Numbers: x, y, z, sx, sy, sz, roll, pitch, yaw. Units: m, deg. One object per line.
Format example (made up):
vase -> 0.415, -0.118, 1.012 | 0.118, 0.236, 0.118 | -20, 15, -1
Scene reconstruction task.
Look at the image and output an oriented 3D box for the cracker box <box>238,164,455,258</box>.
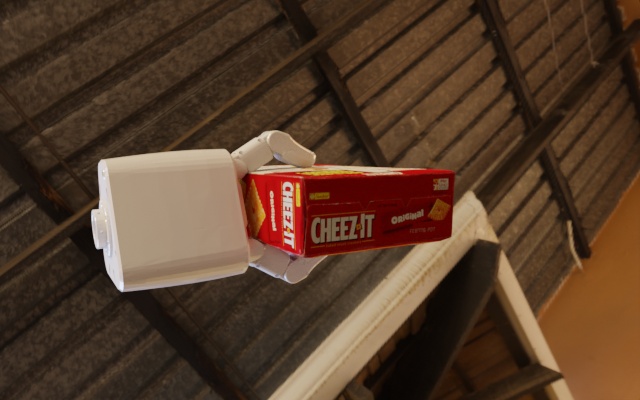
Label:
cracker box -> 0.000, 0.001, 0.487 | 0.164, 0.072, 0.213 | -4, 7, -31
